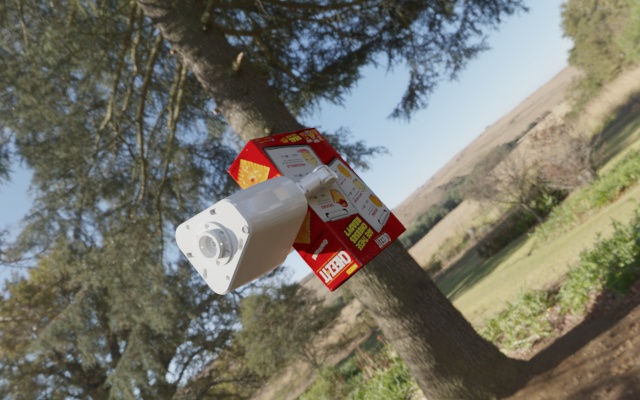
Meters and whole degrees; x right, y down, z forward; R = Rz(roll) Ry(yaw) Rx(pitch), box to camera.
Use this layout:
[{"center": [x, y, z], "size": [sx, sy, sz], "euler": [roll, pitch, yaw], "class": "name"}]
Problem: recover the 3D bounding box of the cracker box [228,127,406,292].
[{"center": [0.000, 0.002, 0.666], "size": [0.072, 0.213, 0.164], "euler": [-47, -12, 31], "class": "cracker box"}]
